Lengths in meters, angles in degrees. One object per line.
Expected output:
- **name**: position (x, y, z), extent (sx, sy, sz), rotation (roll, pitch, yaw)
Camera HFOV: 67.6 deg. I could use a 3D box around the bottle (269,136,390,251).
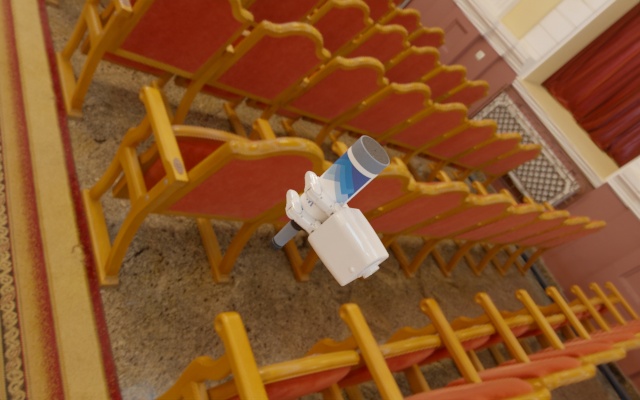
- **bottle**: position (0.000, 0.003, 0.876), extent (0.069, 0.069, 0.296), rotation (0, -36, -51)
